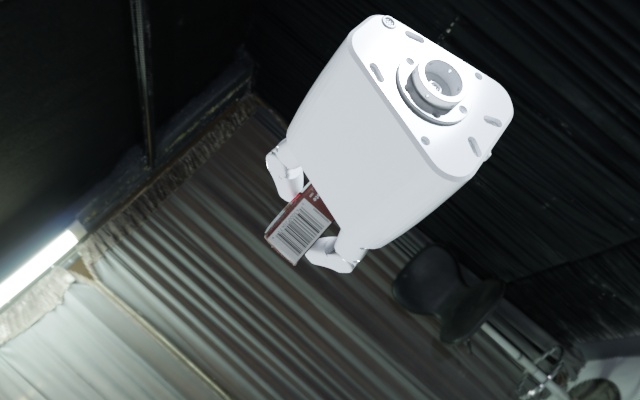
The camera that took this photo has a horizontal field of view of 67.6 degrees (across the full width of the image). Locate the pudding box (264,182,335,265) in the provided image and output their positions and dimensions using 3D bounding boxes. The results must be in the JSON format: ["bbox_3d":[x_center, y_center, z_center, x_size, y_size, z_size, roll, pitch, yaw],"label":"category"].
[{"bbox_3d":[0.000,0.001,0.428,0.039,0.113,0.090,44,-4,-1],"label":"pudding box"}]
